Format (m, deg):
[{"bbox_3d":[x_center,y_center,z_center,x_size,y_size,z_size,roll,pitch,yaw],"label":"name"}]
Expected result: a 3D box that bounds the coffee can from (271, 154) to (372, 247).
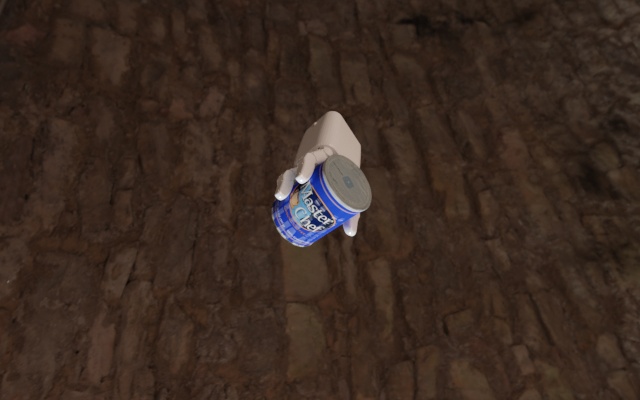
[{"bbox_3d":[0.000,0.003,0.797,0.103,0.102,0.140,0,-28,-47],"label":"coffee can"}]
